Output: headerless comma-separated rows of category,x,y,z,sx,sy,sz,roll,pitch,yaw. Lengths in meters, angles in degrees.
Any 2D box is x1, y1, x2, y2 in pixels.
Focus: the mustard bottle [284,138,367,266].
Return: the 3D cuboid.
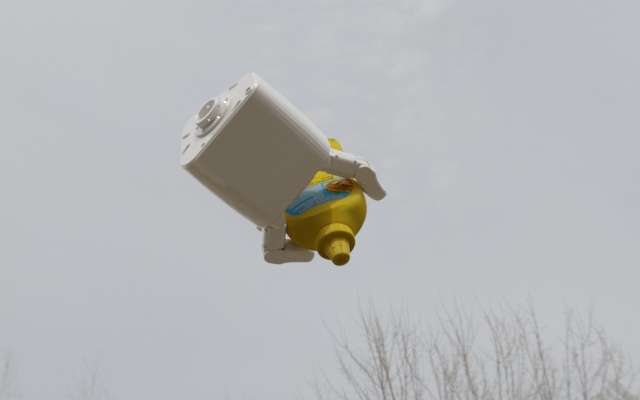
mustard bottle,0.000,0.002,0.540,0.096,0.058,0.191,-20,38,0
